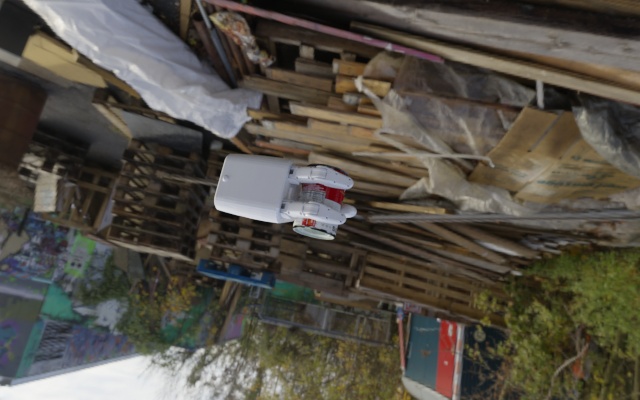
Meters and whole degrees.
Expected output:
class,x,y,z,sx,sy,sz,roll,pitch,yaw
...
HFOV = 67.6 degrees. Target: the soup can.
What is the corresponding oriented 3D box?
class,x,y,z,sx,sy,sz,roll,pitch,yaw
soup can,0.001,0.003,0.734,0.068,0.102,0.068,12,-14,3
